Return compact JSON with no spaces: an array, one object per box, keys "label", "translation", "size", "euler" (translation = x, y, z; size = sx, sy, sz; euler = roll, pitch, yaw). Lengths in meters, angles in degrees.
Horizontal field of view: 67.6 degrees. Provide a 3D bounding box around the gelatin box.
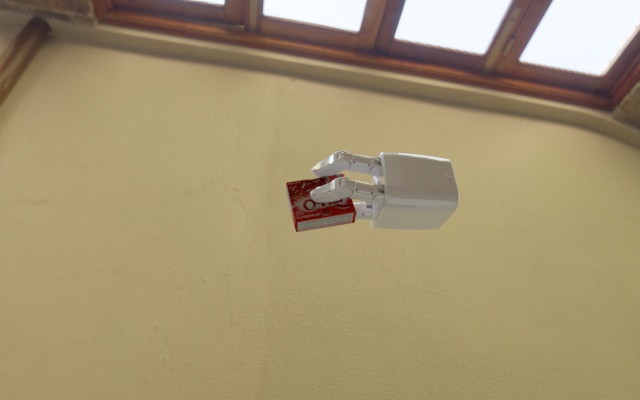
[{"label":"gelatin box","translation":[0.000,0.003,0.688],"size":[0.089,0.073,0.030],"euler":[-9,-36,-9]}]
